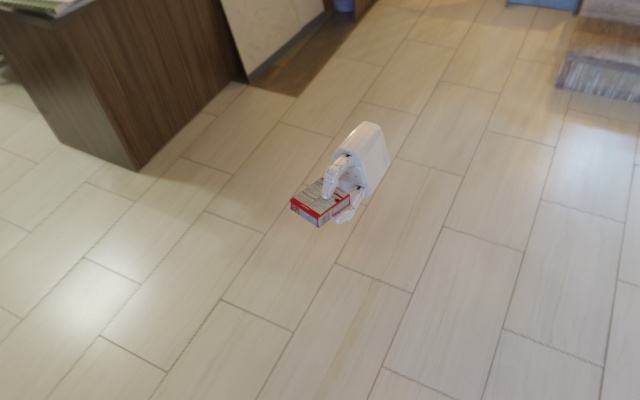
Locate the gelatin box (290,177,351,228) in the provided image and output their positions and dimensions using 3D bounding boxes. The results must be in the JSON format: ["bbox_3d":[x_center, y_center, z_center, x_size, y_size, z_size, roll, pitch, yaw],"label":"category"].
[{"bbox_3d":[0.000,0.003,0.879,0.073,0.030,0.089,32,51,30],"label":"gelatin box"}]
